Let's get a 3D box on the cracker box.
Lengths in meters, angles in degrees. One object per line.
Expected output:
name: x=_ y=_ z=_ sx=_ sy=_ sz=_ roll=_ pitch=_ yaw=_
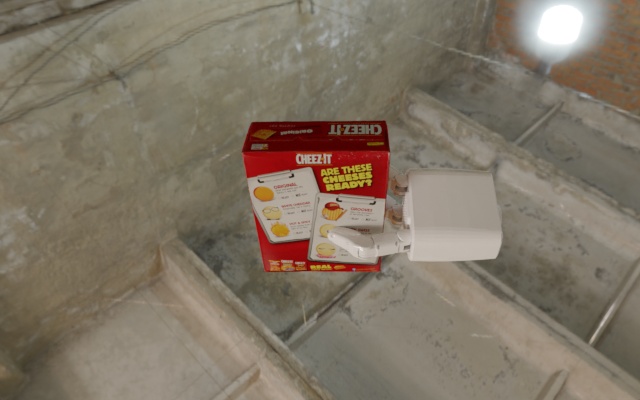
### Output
cracker box: x=0.000 y=0.002 z=0.610 sx=0.164 sy=0.214 sz=0.072 roll=0 pitch=44 yaw=3
